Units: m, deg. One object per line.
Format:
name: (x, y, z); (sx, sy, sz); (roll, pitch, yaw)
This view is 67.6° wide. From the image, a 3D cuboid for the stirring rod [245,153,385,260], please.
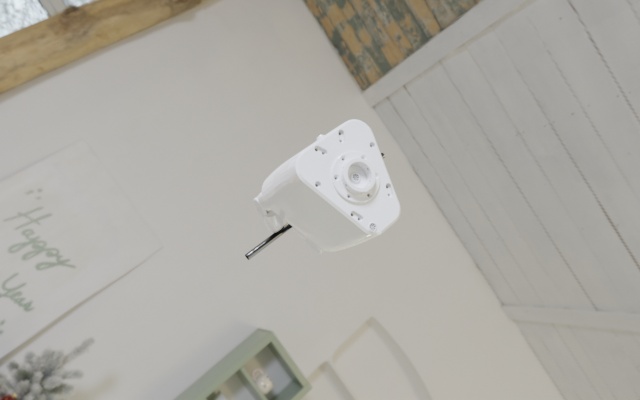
stirring rod: (0.000, 0.002, 0.617); (0.239, 0.011, 0.011); (-37, 17, -25)
